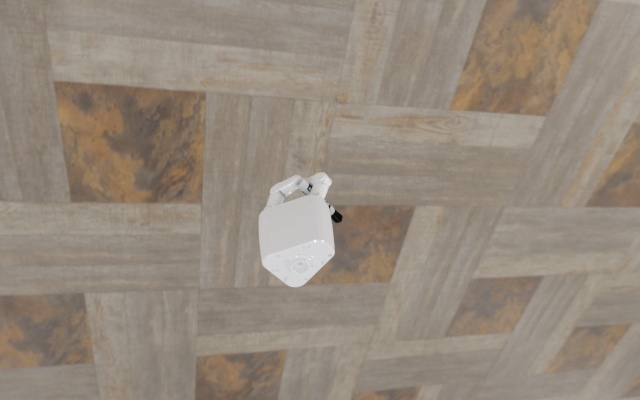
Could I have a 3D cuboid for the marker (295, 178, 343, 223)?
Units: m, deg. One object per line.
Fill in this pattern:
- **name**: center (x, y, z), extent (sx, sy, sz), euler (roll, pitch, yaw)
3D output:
- **marker**: center (0.000, 0.003, 0.840), extent (0.020, 0.020, 0.121), euler (0, -35, 46)
